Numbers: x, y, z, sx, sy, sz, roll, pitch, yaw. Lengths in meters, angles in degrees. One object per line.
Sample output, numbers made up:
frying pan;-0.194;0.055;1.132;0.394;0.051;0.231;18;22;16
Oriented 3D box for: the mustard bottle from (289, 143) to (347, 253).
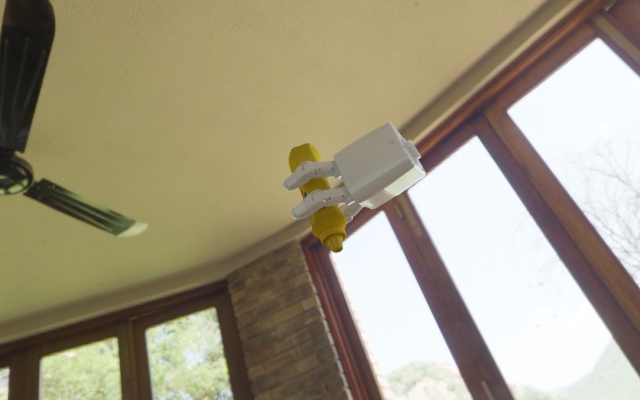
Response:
mustard bottle;0.000;0.003;0.791;0.058;0.191;0.096;-19;-33;-4
